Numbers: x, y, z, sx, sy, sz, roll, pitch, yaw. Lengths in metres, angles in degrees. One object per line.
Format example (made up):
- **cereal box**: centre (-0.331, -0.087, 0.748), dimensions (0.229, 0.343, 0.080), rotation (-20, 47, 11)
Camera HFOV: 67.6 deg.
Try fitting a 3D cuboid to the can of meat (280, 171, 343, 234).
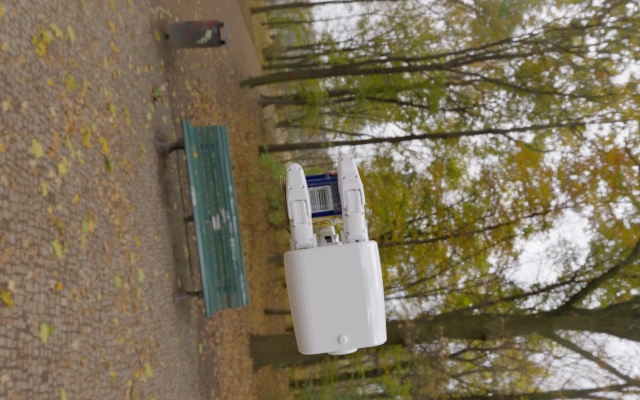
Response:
- **can of meat**: centre (0.000, 0.002, 0.546), dimensions (0.084, 0.057, 0.102), rotation (-7, -9, -2)
